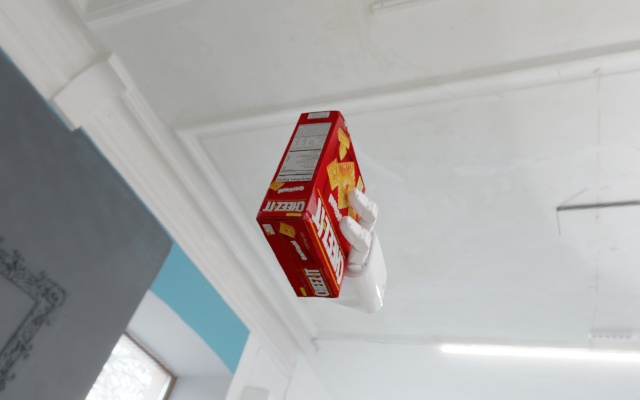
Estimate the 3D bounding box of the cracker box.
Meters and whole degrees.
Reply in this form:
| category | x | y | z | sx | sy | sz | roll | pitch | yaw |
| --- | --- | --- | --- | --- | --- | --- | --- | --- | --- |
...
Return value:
| category | x | y | z | sx | sy | sz | roll | pitch | yaw |
| --- | --- | --- | --- | --- | --- | --- | --- | --- | --- |
| cracker box | 0.000 | 0.002 | 0.668 | 0.072 | 0.213 | 0.164 | -3 | -46 | 21 |
